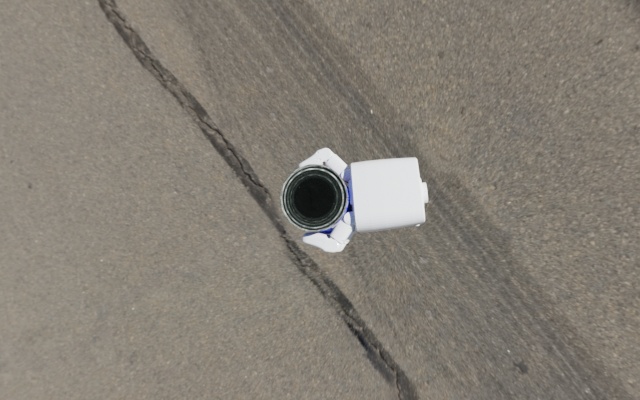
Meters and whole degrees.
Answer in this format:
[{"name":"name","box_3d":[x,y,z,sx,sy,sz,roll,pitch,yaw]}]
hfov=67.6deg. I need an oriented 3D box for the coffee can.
[{"name":"coffee can","box_3d":[0.000,0.003,0.780,0.103,0.103,0.140,0,-5,9]}]
